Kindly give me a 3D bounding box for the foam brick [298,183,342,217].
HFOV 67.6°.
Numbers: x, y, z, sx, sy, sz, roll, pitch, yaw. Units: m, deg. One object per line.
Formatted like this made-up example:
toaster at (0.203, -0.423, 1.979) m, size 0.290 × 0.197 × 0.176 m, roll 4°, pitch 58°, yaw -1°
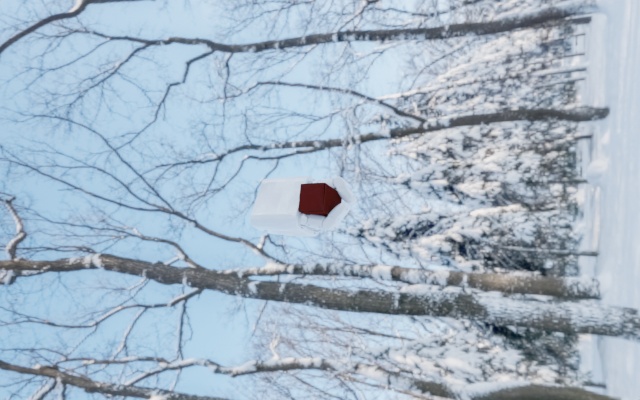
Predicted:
foam brick at (0.000, 0.003, 0.870) m, size 0.051 × 0.053 × 0.078 m, roll 0°, pitch -14°, yaw 26°
